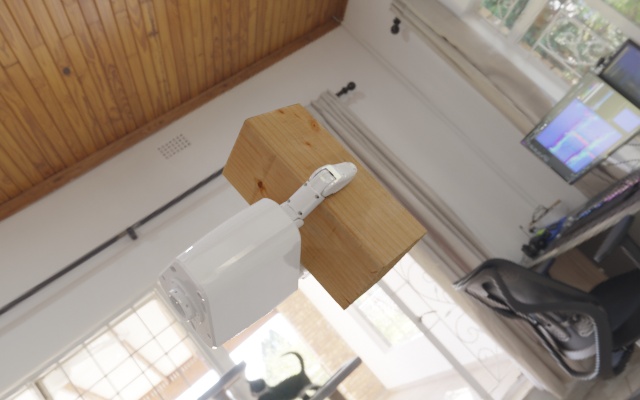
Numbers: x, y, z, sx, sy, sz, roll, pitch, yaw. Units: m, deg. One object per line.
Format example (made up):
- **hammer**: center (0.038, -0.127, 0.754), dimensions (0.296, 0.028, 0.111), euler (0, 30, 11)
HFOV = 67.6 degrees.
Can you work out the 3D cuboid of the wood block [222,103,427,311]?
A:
- **wood block**: center (0.000, 0.002, 0.522), dimensions (0.090, 0.206, 0.091), euler (-28, -20, -46)
